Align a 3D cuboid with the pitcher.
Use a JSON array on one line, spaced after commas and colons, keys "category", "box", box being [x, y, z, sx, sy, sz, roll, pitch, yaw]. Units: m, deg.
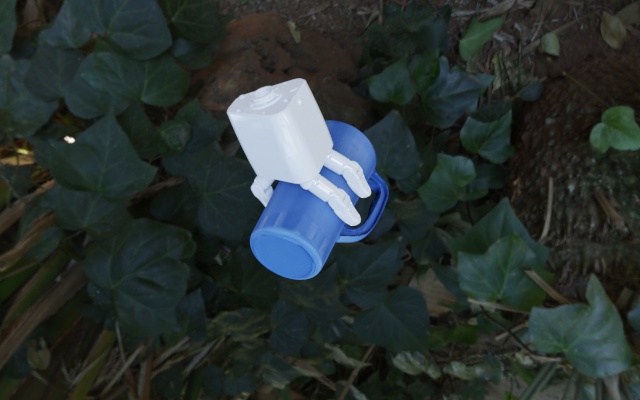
[{"category": "pitcher", "box": [0.000, 0.002, 0.729, 0.149, 0.145, 0.242, -1, 42, 28]}]
